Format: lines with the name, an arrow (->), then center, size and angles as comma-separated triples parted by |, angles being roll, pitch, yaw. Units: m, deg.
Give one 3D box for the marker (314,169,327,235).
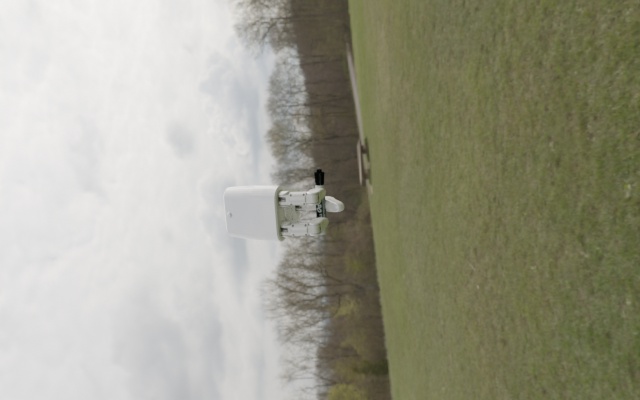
marker -> 0.000, 0.003, 0.875 | 0.020, 0.121, 0.020 | -3, 12, 1
